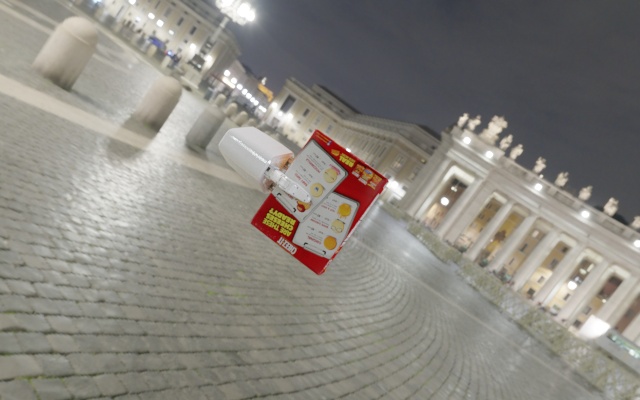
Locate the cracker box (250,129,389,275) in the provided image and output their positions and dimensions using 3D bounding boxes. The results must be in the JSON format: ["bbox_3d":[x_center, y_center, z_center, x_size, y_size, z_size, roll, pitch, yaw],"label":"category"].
[{"bbox_3d":[0.000,0.003,0.886,0.164,0.214,0.072,36,5,11],"label":"cracker box"}]
